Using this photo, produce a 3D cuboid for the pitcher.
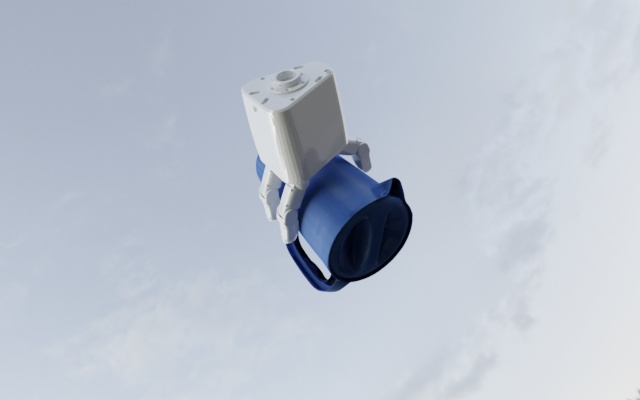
[{"bbox_3d":[0.000,0.002,0.684,0.149,0.145,0.242,-31,45,-16],"label":"pitcher"}]
